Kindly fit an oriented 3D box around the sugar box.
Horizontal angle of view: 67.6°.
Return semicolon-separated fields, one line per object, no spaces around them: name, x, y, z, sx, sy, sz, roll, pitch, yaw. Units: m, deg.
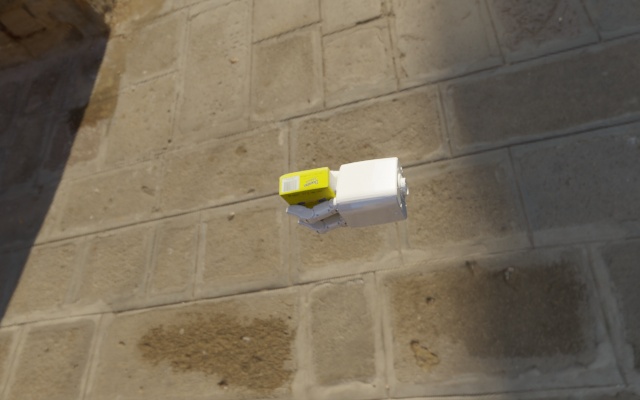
sugar box;0.000;0.003;0.894;0.093;0.048;0.176;-9;-29;19
